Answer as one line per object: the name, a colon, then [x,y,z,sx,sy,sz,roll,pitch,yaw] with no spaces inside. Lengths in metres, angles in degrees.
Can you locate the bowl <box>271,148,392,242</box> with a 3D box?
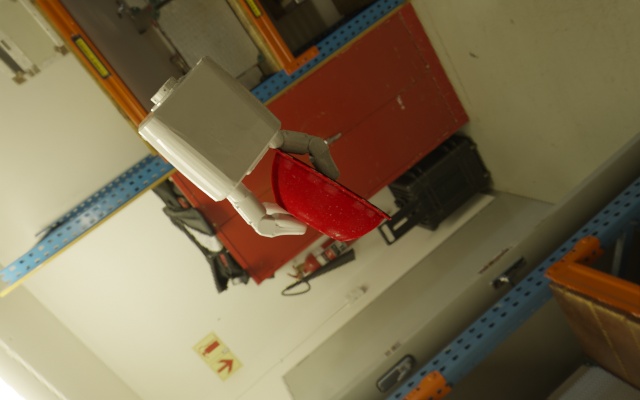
bowl: [0.001,0.003,0.557,0.162,0.055,0.162,30,0,0]
